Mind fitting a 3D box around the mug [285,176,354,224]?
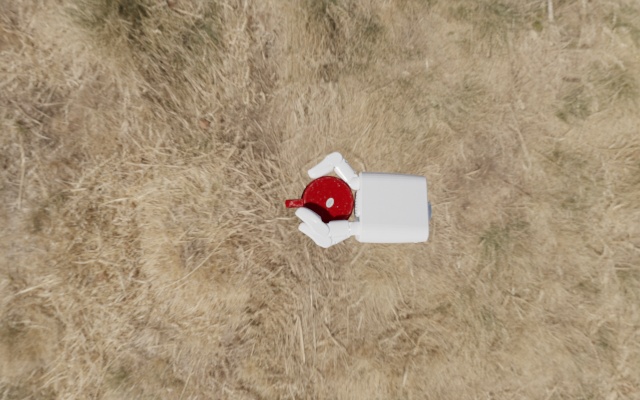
[{"bbox_3d":[-0.001,0.002,0.785,0.117,0.093,0.081,1,-2,-1],"label":"mug"}]
